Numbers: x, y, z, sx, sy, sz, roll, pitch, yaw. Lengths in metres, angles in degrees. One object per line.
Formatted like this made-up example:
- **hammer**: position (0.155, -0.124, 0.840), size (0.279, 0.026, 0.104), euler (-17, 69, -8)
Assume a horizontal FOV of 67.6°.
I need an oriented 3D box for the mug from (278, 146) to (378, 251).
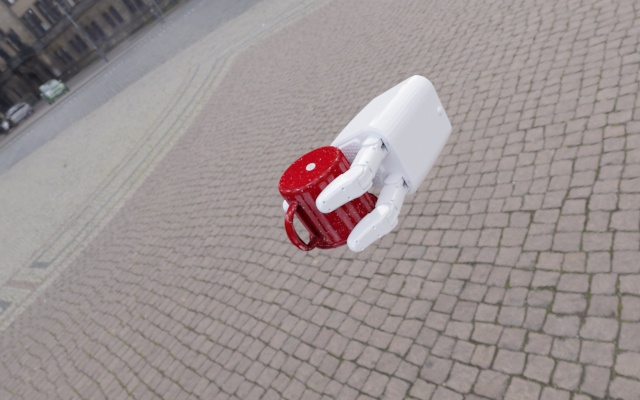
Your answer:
- **mug**: position (-0.001, 0.003, 0.526), size (0.093, 0.081, 0.117), euler (0, 44, 48)
